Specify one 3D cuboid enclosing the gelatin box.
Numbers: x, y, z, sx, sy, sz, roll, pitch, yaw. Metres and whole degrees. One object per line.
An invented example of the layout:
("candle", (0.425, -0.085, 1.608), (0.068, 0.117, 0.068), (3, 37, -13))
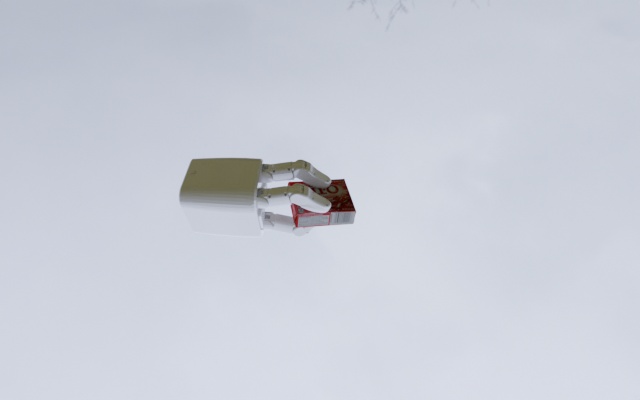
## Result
("gelatin box", (0.000, 0.003, 0.698), (0.089, 0.030, 0.073), (-3, 42, -12))
